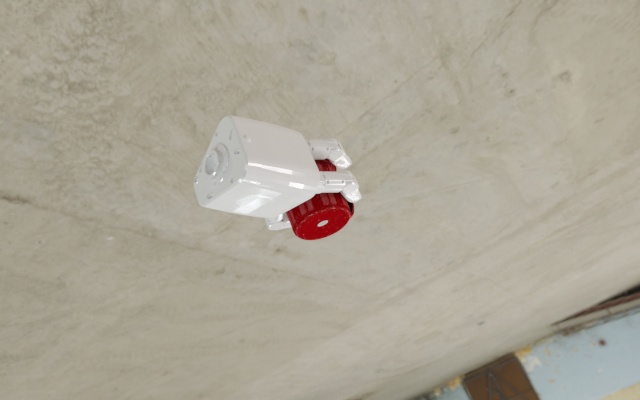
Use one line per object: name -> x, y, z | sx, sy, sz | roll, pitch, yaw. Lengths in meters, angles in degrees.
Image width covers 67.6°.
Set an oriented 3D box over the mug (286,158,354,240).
mug -> 0.001, 0.003, 0.662 | 0.117, 0.081, 0.093 | 9, -42, -41
